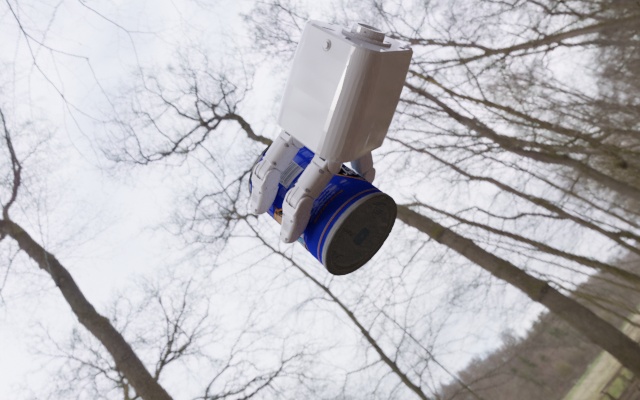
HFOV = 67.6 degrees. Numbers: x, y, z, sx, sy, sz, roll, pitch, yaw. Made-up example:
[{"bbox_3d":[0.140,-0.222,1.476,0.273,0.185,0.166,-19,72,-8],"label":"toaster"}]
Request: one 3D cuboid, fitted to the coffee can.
[{"bbox_3d":[0.000,0.002,0.537,0.103,0.103,0.140,0,31,-49],"label":"coffee can"}]
